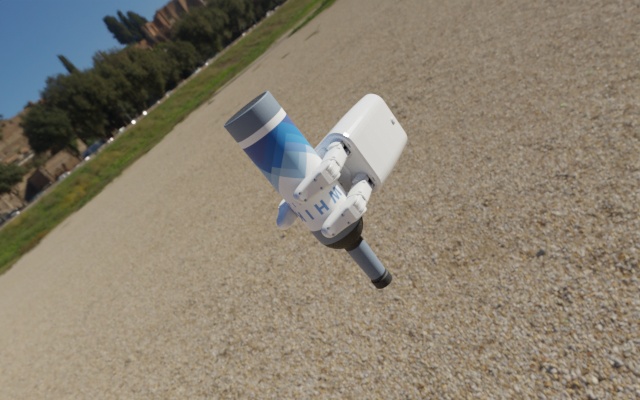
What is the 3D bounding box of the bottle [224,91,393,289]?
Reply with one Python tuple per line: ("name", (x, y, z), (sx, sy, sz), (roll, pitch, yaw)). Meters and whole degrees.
("bottle", (0.000, 0.002, 0.601), (0.069, 0.296, 0.069), (-34, 20, 14))
